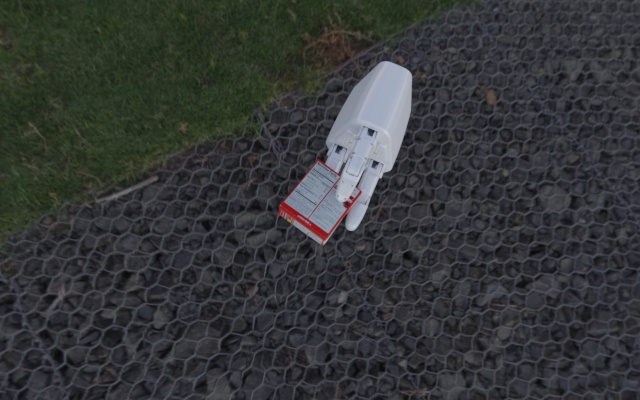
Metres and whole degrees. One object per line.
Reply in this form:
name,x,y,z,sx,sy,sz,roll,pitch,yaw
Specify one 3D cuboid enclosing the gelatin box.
gelatin box,0.000,0.002,0.618,0.073,0.089,0.030,36,-26,6
